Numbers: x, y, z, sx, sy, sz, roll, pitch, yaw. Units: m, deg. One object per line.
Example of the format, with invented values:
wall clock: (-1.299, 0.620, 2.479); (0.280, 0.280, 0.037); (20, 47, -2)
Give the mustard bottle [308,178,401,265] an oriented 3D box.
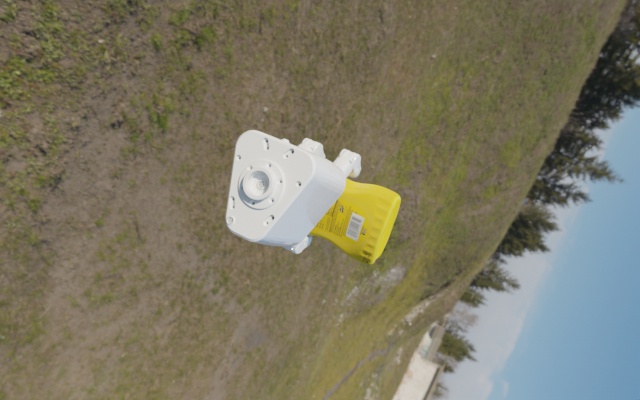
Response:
mustard bottle: (0.000, 0.002, 0.619); (0.191, 0.096, 0.058); (24, 26, 18)
